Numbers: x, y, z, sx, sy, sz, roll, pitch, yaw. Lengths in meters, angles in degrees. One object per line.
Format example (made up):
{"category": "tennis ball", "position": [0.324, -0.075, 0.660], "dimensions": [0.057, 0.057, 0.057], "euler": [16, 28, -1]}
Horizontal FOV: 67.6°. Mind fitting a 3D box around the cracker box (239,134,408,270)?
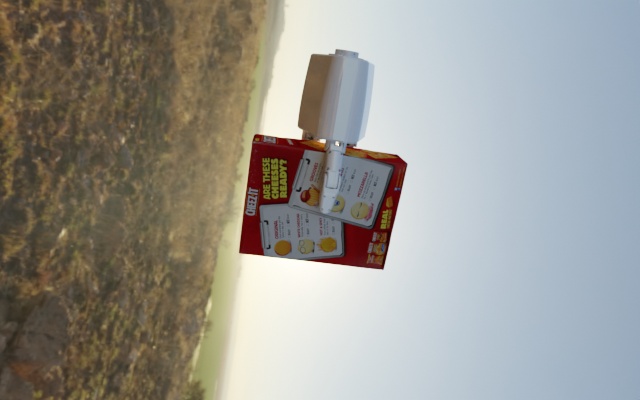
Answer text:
{"category": "cracker box", "position": [0.000, 0.002, 0.686], "dimensions": [0.214, 0.164, 0.072], "euler": [8, 17, -8]}
